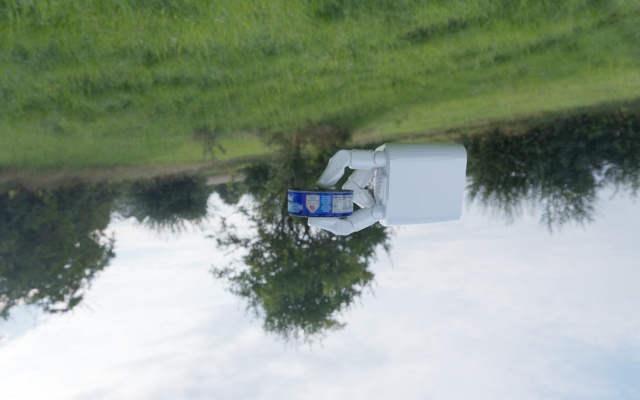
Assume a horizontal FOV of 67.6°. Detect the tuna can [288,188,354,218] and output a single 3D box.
[{"bbox_3d":[0.000,0.003,0.619,0.086,0.034,0.086,1,3,0],"label":"tuna can"}]
